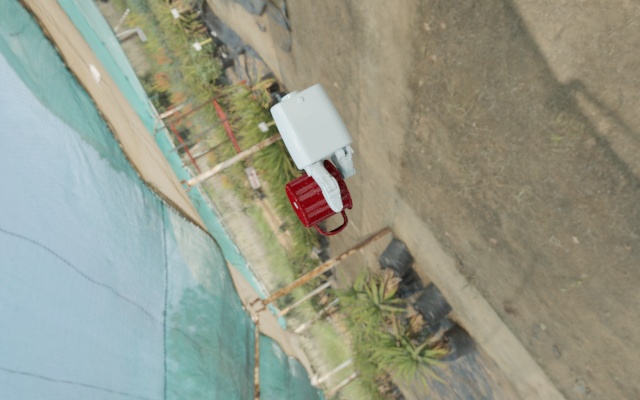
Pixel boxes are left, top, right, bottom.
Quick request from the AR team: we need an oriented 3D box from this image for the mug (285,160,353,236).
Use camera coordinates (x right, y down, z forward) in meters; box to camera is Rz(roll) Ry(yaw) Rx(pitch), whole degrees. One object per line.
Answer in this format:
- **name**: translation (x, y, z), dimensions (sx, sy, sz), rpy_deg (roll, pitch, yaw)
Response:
- **mug**: translation (0.001, 0.004, 0.782), dimensions (0.081, 0.117, 0.093), rpy_deg (-28, 4, -10)
